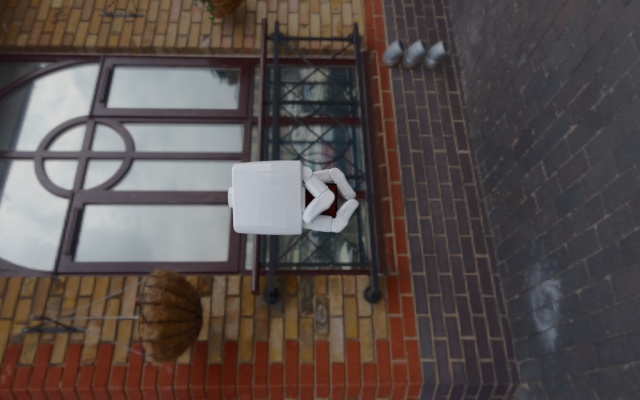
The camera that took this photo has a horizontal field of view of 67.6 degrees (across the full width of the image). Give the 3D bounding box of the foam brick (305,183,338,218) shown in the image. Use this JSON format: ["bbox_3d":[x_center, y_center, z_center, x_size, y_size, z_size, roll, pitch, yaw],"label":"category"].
[{"bbox_3d":[0.000,0.003,0.790,0.051,0.053,0.078,-1,-9,-2],"label":"foam brick"}]
